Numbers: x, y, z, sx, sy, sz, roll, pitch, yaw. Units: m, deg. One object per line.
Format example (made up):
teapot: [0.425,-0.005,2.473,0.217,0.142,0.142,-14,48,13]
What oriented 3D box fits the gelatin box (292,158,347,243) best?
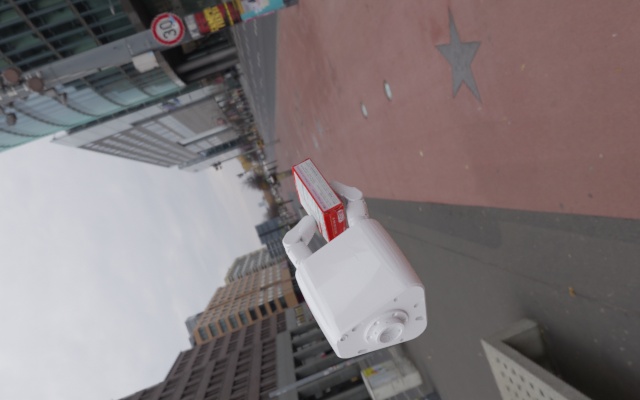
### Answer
gelatin box: [0.000,0.002,0.602,0.030,0.089,0.073,-28,-35,-12]
